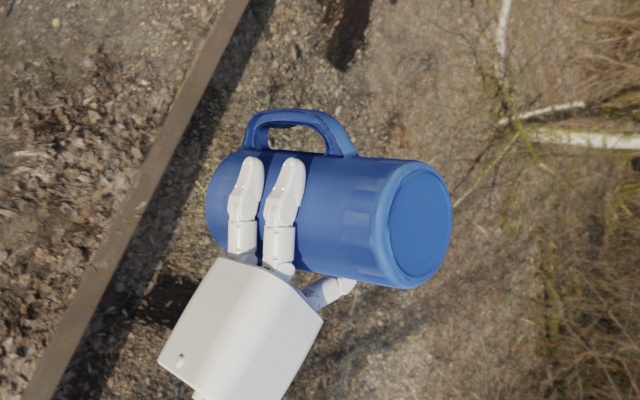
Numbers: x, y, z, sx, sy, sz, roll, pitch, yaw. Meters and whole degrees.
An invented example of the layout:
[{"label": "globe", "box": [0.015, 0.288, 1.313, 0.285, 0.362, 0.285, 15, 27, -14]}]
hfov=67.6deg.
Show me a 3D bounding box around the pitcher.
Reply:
[{"label": "pitcher", "box": [0.000, 0.002, 0.475, 0.243, 0.145, 0.149, 6, -33, 47]}]
